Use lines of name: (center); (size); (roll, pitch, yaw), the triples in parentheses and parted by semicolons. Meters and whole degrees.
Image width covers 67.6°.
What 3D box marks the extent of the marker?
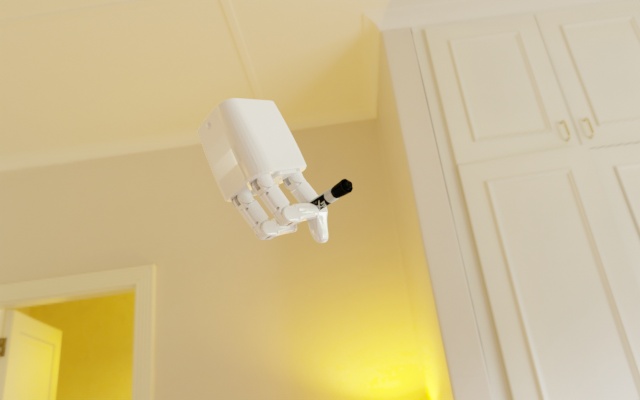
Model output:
marker: (0.000, 0.002, 0.619); (0.020, 0.020, 0.121); (0, -21, -38)
